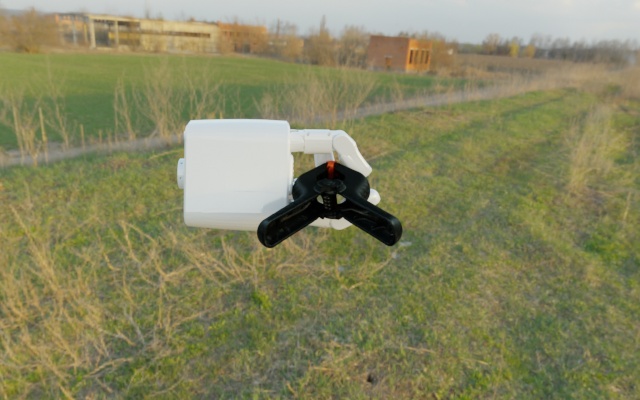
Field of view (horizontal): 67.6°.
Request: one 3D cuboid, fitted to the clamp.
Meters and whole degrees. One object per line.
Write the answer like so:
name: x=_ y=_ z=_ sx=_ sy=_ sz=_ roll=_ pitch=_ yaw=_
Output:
clamp: x=0.000 y=0.001 z=0.459 sx=0.120 sy=0.039 sz=0.171 roll=1 pitch=20 yaw=-7
